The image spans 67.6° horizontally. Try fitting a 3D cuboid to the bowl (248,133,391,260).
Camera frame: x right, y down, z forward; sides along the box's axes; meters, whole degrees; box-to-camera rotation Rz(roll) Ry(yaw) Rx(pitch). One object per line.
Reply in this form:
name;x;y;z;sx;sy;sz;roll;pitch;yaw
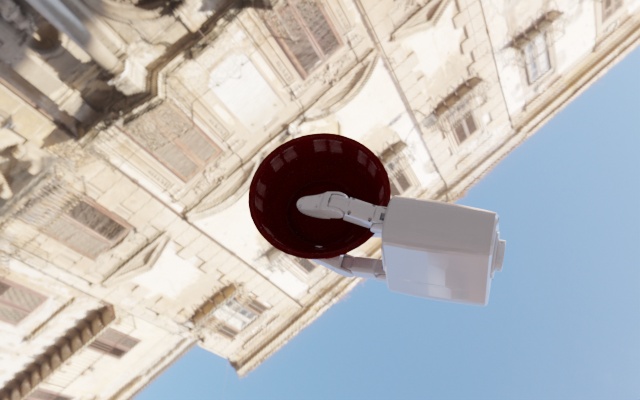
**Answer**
bowl;-0.001;0.001;0.559;0.162;0.162;0.055;0;-28;6
